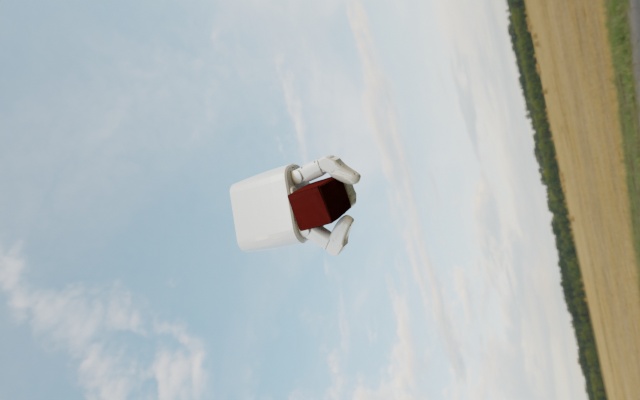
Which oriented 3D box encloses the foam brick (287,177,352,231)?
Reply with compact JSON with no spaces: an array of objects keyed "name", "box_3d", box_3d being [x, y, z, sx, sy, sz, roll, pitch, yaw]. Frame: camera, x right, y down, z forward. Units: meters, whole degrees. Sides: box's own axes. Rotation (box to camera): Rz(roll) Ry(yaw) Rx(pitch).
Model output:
[{"name":"foam brick","box_3d":[0.000,0.002,0.651,0.051,0.053,0.078,-15,8,27]}]
